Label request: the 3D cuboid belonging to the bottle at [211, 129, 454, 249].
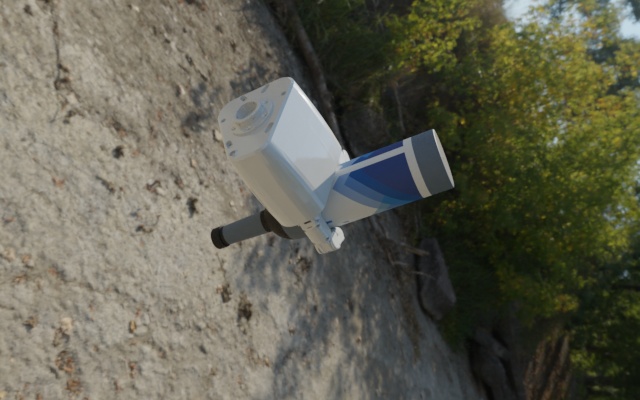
[{"bbox_3d":[0.000,0.002,0.555,0.296,0.069,0.069,-20,-7,19],"label":"bottle"}]
